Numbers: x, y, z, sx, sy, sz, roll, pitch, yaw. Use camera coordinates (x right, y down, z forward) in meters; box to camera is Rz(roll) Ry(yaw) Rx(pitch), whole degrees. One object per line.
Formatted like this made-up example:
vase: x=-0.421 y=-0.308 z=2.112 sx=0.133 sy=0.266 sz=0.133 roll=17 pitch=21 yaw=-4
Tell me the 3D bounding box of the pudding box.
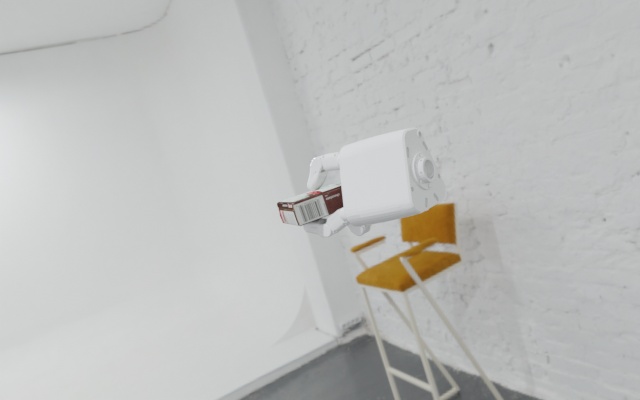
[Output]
pudding box: x=0.000 y=0.002 z=0.722 sx=0.113 sy=0.039 sz=0.090 roll=-18 pitch=5 yaw=-19
